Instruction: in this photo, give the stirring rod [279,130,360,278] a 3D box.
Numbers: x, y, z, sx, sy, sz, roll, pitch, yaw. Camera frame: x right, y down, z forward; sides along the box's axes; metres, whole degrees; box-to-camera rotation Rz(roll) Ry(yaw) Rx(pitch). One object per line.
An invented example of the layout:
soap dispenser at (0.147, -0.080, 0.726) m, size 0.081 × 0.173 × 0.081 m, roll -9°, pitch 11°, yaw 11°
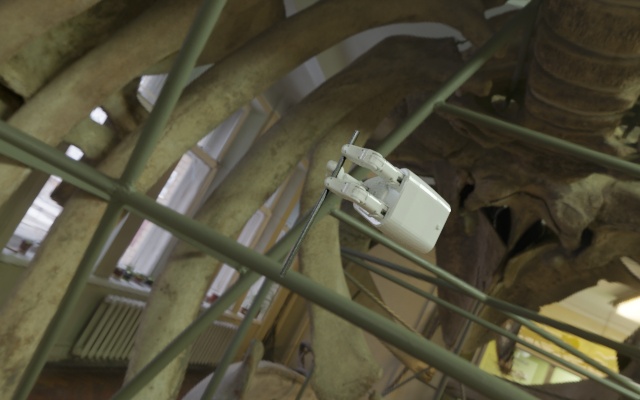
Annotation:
stirring rod at (0.000, 0.002, 0.689) m, size 0.011 × 0.239 × 0.011 m, roll 27°, pitch -10°, yaw 5°
